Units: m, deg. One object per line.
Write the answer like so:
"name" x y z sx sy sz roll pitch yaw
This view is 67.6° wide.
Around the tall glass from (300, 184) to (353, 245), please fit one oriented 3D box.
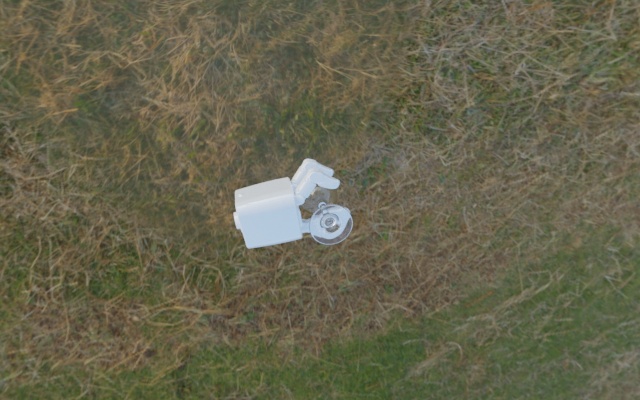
"tall glass" 0.000 0.003 0.887 0.079 0.079 0.201 0 23 -11
